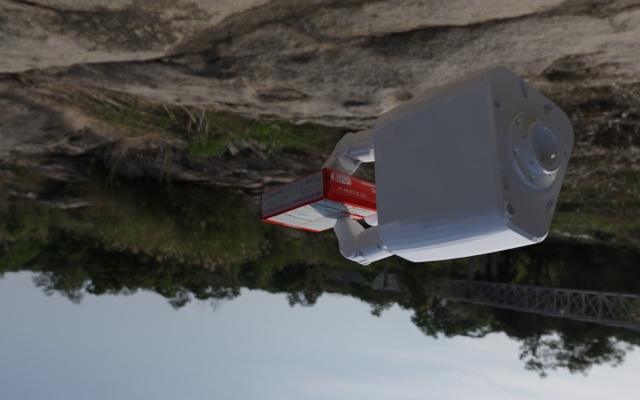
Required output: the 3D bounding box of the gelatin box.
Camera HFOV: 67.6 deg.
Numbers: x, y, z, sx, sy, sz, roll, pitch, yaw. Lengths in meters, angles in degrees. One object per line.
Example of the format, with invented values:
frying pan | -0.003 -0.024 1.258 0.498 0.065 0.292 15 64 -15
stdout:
gelatin box | 0.000 0.002 0.442 0.073 0.030 0.089 15 -25 -42
